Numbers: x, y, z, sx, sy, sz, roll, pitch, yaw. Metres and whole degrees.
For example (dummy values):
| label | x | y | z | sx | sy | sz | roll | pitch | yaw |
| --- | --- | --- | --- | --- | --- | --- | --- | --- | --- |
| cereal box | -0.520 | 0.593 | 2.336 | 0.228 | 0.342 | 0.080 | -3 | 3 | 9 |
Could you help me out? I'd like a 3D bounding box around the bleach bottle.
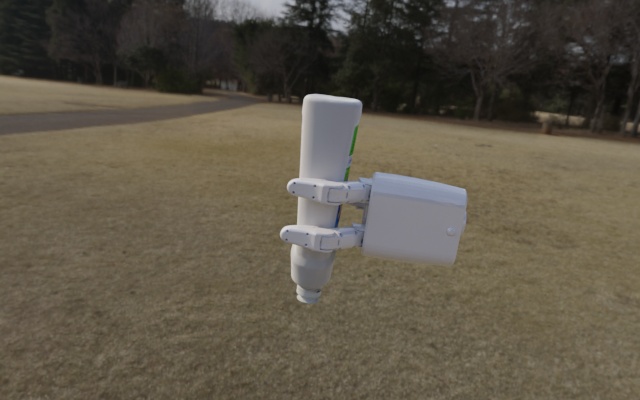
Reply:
| label | x | y | z | sx | sy | sz | roll | pitch | yaw |
| --- | --- | --- | --- | --- | --- | --- | --- | --- | --- |
| bleach bottle | 0.000 | 0.002 | 0.581 | 0.068 | 0.251 | 0.102 | 8 | 15 | 4 |
